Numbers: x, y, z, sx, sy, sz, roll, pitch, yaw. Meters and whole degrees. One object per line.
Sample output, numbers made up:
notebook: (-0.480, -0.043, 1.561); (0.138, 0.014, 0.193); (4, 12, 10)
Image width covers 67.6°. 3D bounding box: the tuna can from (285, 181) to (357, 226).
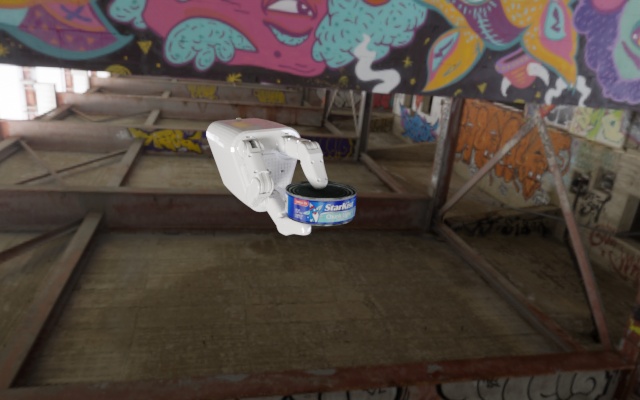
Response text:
tuna can: (0.000, 0.002, 0.573); (0.086, 0.034, 0.086); (2, 16, -1)
